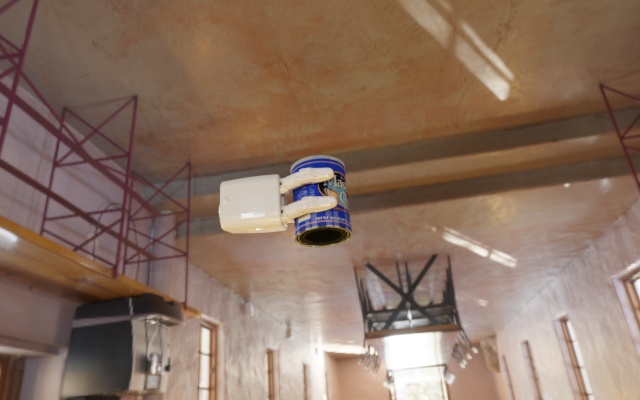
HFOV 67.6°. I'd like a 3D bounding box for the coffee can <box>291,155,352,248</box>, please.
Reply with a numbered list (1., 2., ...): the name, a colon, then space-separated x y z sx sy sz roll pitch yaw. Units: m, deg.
1. coffee can: 0.000 0.003 0.872 0.103 0.140 0.103 -4 -25 -2
